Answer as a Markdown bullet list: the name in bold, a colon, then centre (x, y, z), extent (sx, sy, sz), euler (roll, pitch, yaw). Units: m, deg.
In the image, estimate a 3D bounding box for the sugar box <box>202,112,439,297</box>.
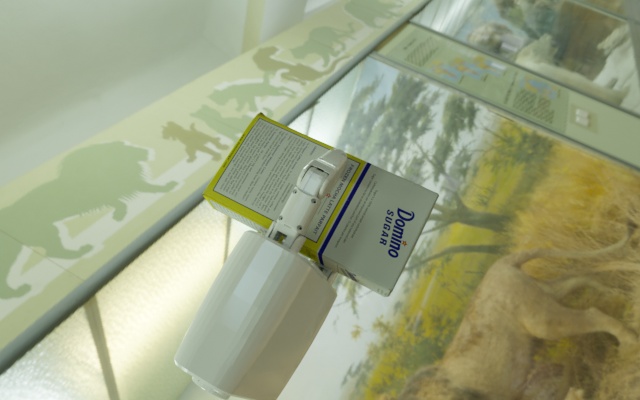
- **sugar box**: centre (0.000, 0.002, 0.411), extent (0.176, 0.093, 0.048), euler (27, -16, 10)
